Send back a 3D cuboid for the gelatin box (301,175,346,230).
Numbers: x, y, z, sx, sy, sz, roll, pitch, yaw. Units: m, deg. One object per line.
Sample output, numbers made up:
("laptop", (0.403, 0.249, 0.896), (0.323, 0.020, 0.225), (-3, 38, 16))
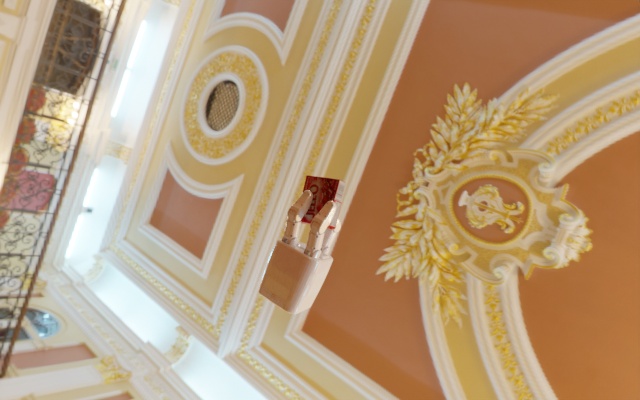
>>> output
("gelatin box", (0.000, 0.003, 0.863), (0.073, 0.089, 0.030), (9, -9, 34))
